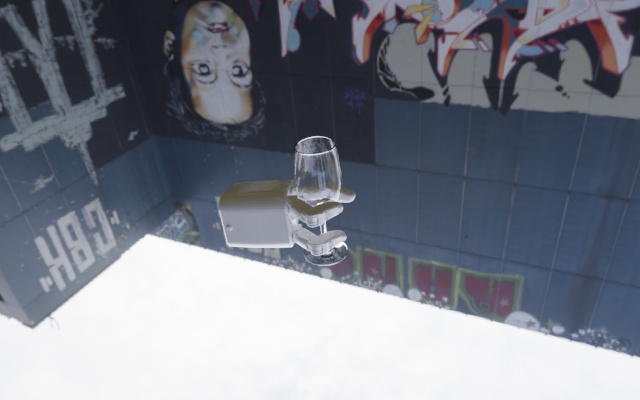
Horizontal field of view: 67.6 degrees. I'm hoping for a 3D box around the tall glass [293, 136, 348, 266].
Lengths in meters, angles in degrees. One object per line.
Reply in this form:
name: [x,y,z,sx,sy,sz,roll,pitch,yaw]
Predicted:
tall glass: [0.000,0.003,0.754,0.079,0.201,0.079,-4,32,2]
